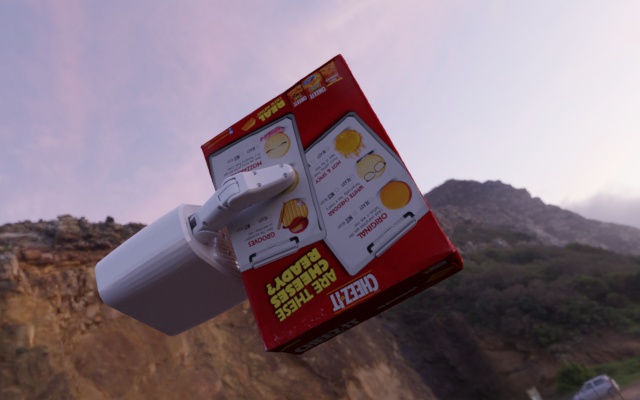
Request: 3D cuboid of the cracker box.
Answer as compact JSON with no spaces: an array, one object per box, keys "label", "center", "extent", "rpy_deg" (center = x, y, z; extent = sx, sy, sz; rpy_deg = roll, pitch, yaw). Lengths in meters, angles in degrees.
[{"label":"cracker box","center":[0.000,0.001,0.424],"extent":[0.164,0.213,0.072],"rpy_deg":[-31,-28,12]}]
